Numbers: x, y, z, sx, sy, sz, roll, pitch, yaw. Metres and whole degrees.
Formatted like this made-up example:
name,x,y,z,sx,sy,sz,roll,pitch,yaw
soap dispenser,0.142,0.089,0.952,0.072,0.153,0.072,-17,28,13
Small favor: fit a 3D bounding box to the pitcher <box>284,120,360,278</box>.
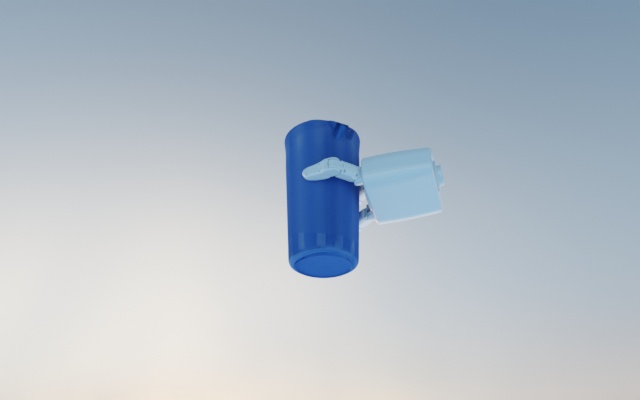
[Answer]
name,x,y,z,sx,sy,sz,roll,pitch,yaw
pitcher,0.000,0.003,0.791,0.145,0.242,0.149,-10,-32,16
